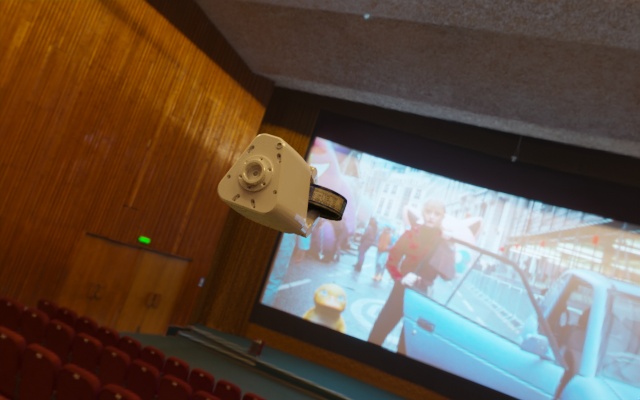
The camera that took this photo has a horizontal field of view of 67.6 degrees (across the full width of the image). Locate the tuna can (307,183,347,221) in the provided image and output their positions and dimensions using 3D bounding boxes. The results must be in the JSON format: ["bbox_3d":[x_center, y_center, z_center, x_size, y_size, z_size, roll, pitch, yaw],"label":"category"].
[{"bbox_3d":[0.000,0.002,0.784,0.086,0.033,0.086,19,-13,4],"label":"tuna can"}]
